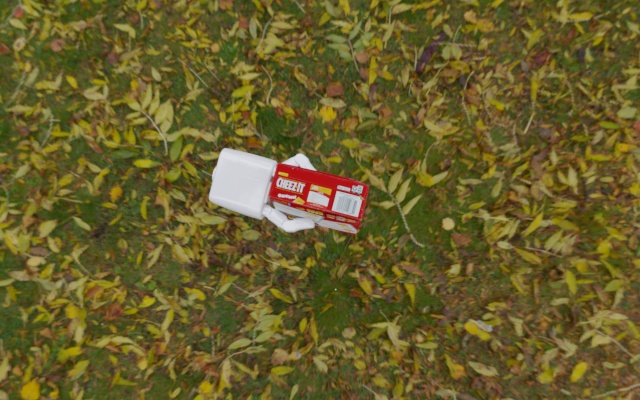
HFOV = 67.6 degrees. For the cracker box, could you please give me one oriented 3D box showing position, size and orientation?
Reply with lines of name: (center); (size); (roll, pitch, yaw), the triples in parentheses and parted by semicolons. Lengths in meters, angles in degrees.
cracker box: (0.000, 0.003, 0.899); (0.164, 0.072, 0.214); (14, -10, 4)
